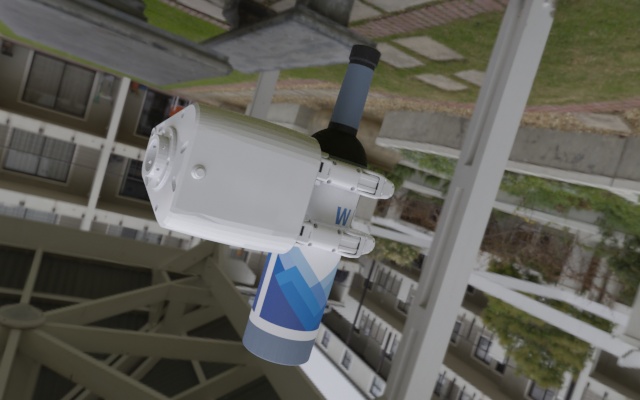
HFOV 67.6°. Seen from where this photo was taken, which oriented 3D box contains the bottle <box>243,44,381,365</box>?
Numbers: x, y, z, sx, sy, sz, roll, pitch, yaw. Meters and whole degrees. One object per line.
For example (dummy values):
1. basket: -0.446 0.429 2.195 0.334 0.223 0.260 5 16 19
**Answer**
1. bottle: 0.000 0.002 0.449 0.069 0.296 0.069 17 3 -1
